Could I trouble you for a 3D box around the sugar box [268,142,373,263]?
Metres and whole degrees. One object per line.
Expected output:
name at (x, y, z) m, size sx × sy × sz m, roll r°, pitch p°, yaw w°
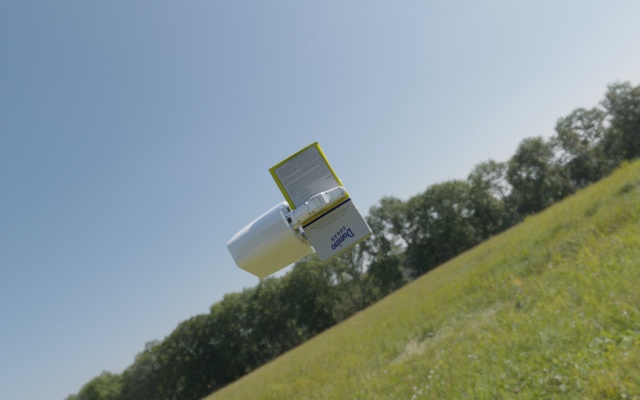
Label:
sugar box at (0.000, 0.003, 0.770) m, size 0.093 × 0.176 × 0.048 m, roll -31°, pitch -10°, yaw 3°
